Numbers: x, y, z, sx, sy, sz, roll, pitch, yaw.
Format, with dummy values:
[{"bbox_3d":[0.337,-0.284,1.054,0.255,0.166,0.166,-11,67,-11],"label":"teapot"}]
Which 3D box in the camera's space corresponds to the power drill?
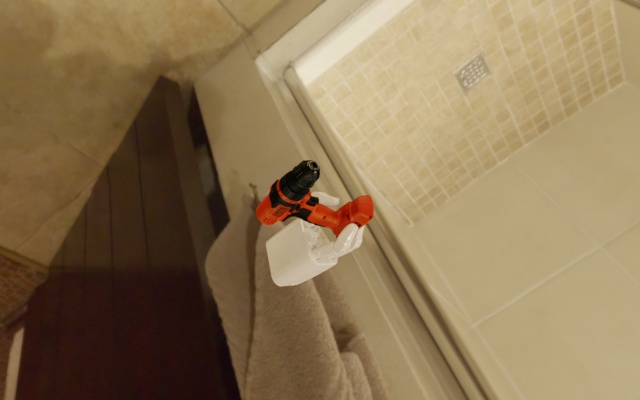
[{"bbox_3d":[0.000,0.003,0.856,0.188,0.057,0.184,17,-35,-27],"label":"power drill"}]
